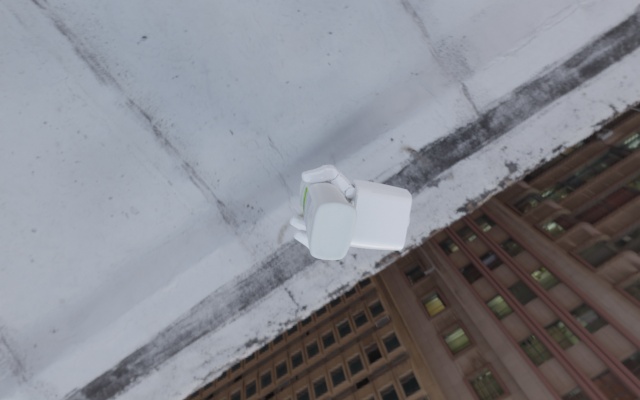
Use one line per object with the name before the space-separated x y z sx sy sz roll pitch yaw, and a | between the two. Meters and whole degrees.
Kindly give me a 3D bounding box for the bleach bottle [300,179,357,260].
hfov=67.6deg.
bleach bottle | 0.000 0.003 0.838 0.068 0.103 0.250 7 22 -12
